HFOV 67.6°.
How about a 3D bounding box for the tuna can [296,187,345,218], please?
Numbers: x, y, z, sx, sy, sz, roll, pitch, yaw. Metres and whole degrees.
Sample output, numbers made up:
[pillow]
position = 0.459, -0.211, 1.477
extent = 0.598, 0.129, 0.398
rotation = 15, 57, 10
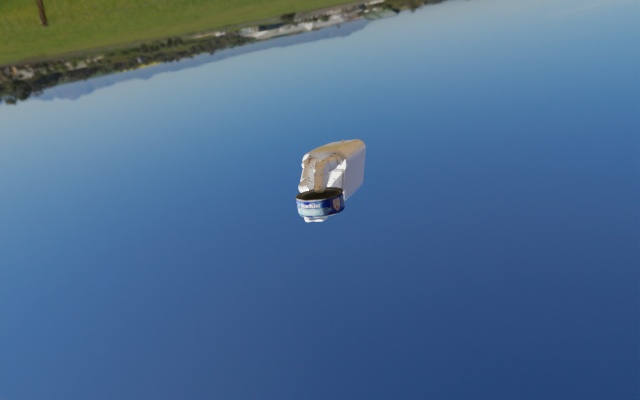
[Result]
[tuna can]
position = 0.000, 0.003, 0.854
extent = 0.086, 0.034, 0.086
rotation = -8, 15, 2
